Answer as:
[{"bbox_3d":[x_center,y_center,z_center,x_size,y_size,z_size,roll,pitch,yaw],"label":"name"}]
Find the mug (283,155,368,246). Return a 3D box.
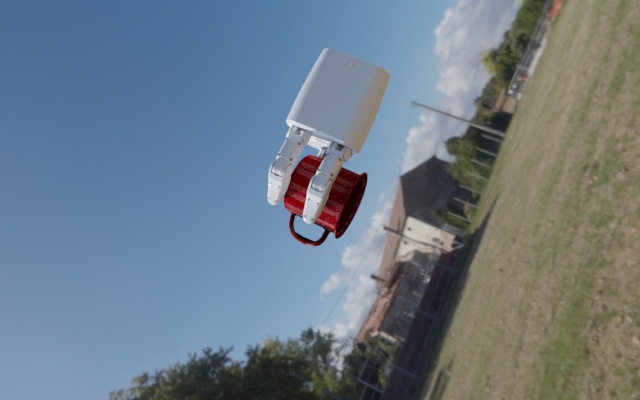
[{"bbox_3d":[-0.001,0.003,0.621,0.081,0.117,0.093,24,-5,15],"label":"mug"}]
